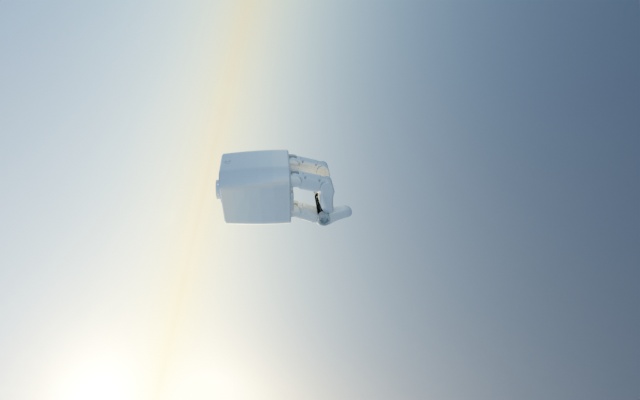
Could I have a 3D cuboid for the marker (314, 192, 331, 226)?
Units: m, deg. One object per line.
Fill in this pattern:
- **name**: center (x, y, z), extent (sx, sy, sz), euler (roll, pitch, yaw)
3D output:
- **marker**: center (0.000, 0.003, 0.793), extent (0.020, 0.020, 0.121), euler (0, 29, -7)
